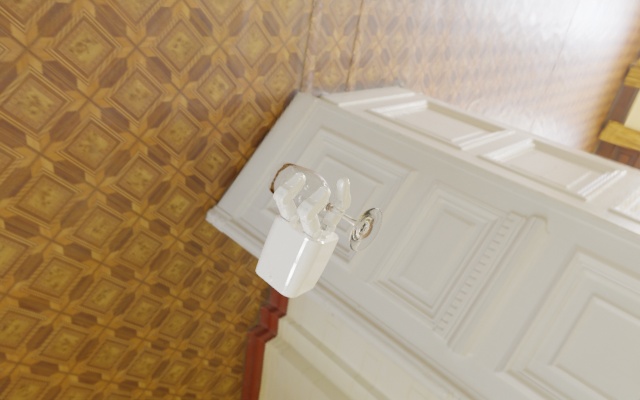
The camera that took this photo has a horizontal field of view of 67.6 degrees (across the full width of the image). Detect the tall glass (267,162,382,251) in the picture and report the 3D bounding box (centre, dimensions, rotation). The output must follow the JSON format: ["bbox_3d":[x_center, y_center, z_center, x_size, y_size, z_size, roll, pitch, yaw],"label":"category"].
[{"bbox_3d":[0.001,0.003,0.780,0.201,0.079,0.079,32,19,35],"label":"tall glass"}]
